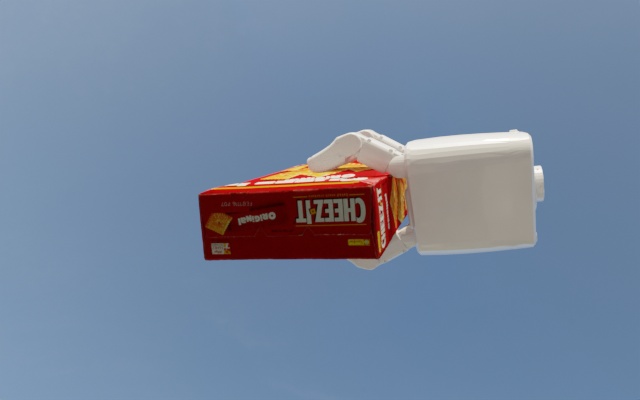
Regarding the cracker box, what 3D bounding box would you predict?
[{"bbox_3d":[0.000,0.002,0.502,0.164,0.072,0.213,-3,8,19],"label":"cracker box"}]
